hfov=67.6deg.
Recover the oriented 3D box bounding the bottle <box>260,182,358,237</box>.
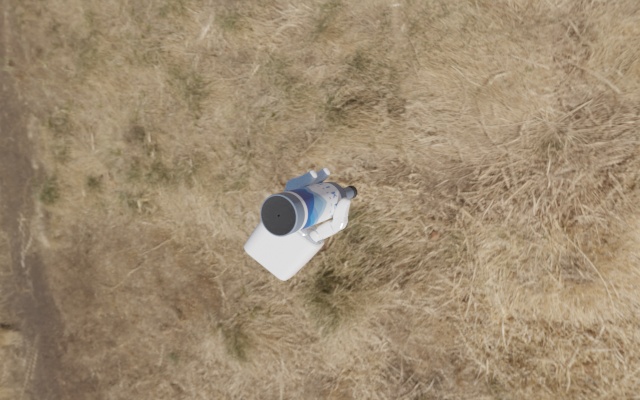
[{"bbox_3d":[0.000,0.003,0.856,0.069,0.069,0.295,0,8,26],"label":"bottle"}]
